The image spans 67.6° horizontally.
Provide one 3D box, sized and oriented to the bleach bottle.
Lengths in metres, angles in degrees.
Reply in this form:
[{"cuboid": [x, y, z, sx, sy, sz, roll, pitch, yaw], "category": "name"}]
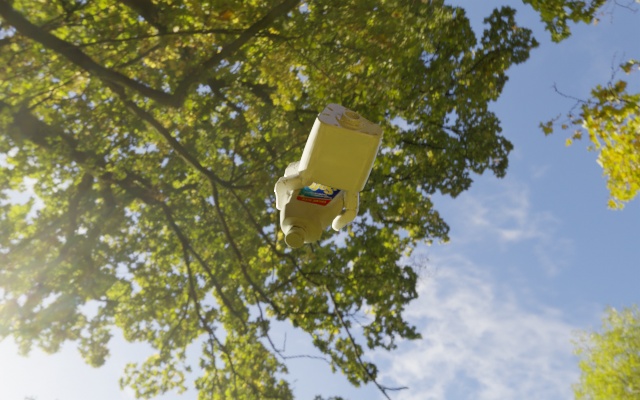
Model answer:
[{"cuboid": [0.000, 0.003, 0.828, 0.102, 0.068, 0.250, 22, 34, 4], "category": "bleach bottle"}]
